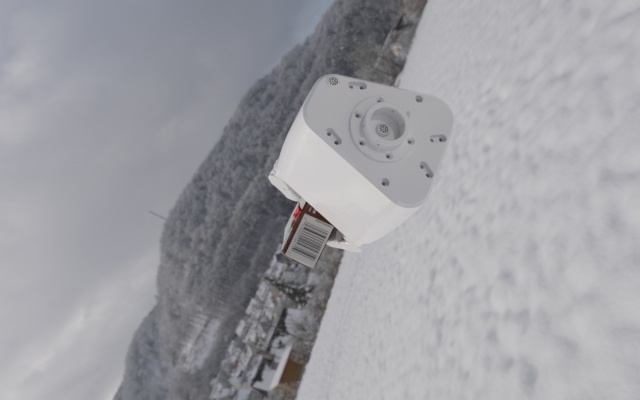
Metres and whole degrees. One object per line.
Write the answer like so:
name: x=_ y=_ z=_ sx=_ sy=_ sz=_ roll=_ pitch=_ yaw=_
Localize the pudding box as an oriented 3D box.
pudding box: x=0.000 y=0.002 z=0.484 sx=0.039 sy=0.113 sz=0.090 roll=27 pitch=8 yaw=-6
